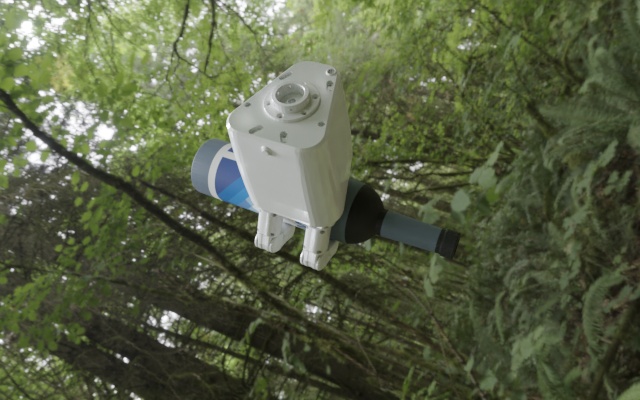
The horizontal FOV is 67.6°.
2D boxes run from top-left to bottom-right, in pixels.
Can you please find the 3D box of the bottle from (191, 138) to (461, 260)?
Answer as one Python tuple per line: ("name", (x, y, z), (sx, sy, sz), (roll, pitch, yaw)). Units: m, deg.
("bottle", (0.000, 0.002, 0.511), (0.295, 0.069, 0.069), (18, 6, 20))
